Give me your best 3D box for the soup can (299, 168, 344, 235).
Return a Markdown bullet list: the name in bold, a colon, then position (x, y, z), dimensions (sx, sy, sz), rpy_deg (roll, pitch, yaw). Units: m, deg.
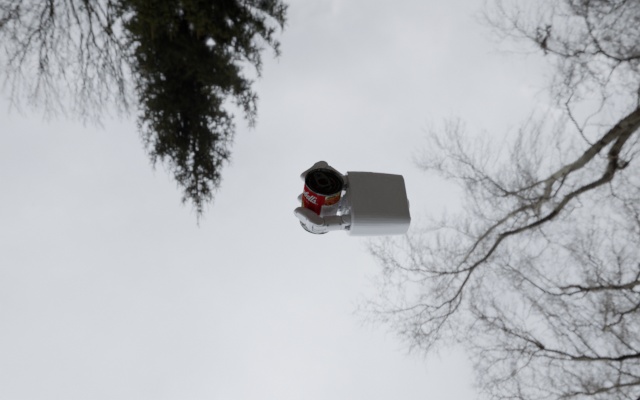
- **soup can**: position (0.000, 0.003, 0.844), dimensions (0.068, 0.068, 0.102), rpy_deg (5, -45, -5)
